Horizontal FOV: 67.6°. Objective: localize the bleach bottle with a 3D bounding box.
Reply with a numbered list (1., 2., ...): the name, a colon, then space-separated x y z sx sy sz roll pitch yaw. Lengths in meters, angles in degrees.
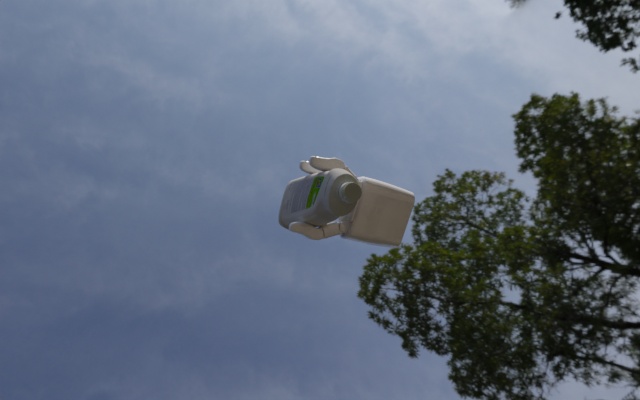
1. bleach bottle: 0.000 0.003 0.810 0.068 0.102 0.251 15 -8 -20
